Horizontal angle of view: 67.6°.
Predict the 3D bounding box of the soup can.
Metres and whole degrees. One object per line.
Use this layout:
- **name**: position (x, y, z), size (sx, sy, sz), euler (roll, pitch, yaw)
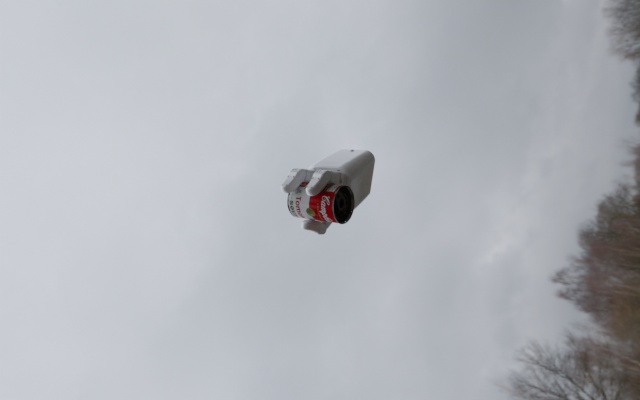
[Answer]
- **soup can**: position (0.000, 0.003, 0.852), size (0.102, 0.068, 0.068), euler (6, 4, 35)
